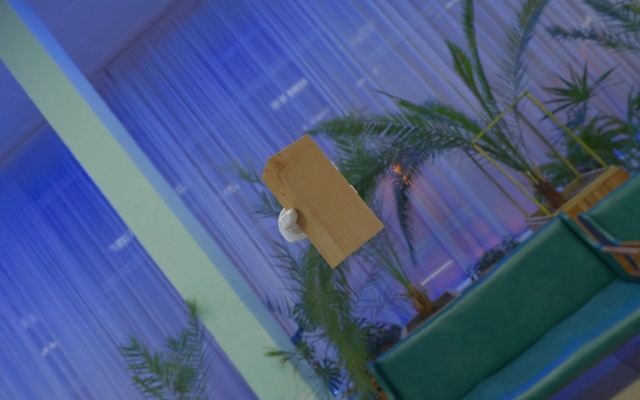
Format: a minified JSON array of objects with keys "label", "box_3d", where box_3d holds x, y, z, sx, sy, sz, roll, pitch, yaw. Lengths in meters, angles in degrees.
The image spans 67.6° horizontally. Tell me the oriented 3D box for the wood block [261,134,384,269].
[{"label":"wood block","box_3d":[0.000,0.003,0.823,0.091,0.206,0.090,-36,-7,-25]}]
